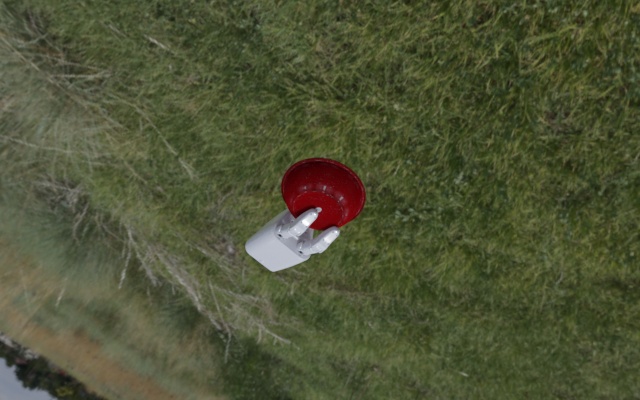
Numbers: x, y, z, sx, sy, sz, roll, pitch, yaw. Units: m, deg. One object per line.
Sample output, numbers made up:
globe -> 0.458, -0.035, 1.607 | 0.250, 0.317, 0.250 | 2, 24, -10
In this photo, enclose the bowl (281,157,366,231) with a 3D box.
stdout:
bowl -> 0.001, 0.002, 0.871 | 0.162, 0.162, 0.055 | 0, 38, 13
